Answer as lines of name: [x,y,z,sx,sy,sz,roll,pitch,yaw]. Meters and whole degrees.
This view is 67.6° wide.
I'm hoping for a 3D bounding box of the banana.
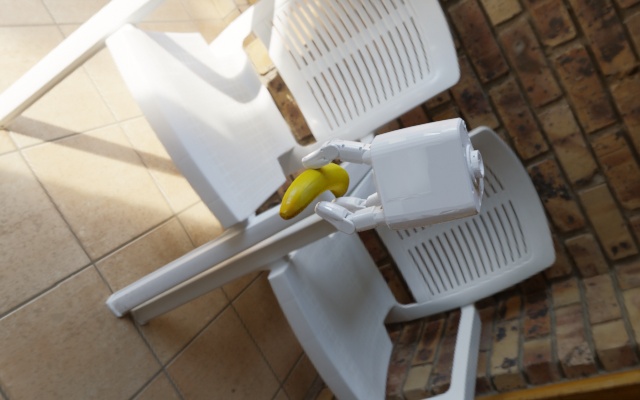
banana: [0.002,-0.017,0.649,0.037,0.069,0.198,3,5,25]
